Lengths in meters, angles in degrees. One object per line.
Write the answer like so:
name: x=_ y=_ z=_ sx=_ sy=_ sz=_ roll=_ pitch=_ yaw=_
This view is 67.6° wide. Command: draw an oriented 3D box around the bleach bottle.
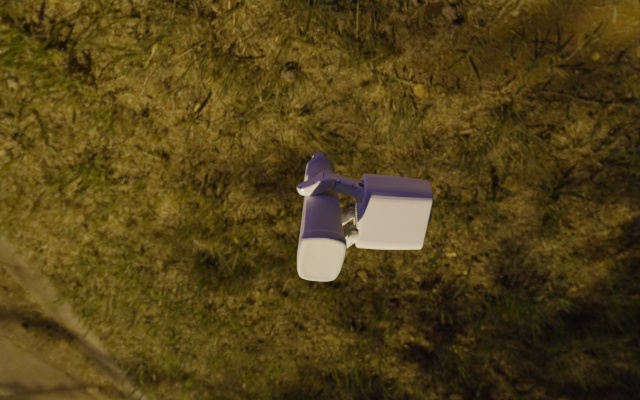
bleach bottle: x=0.000 y=0.003 z=0.770 sx=0.068 sy=0.103 sz=0.250 roll=5 pitch=43 yaw=-5
